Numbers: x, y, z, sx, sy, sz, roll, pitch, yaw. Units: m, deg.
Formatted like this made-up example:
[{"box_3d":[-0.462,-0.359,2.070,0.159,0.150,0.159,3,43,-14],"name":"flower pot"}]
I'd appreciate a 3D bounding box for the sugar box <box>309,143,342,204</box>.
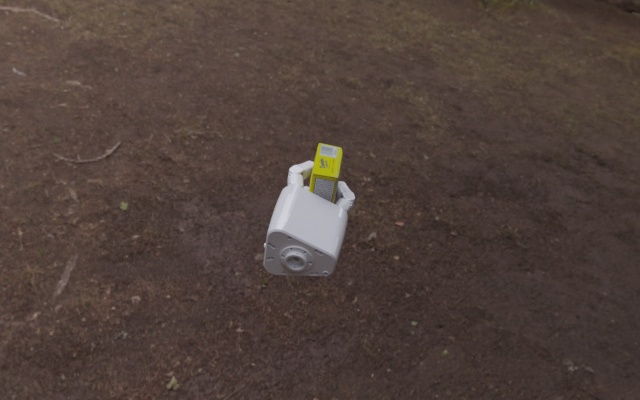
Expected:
[{"box_3d":[0.000,0.003,0.807,0.048,0.176,0.093,12,38,-1],"name":"sugar box"}]
